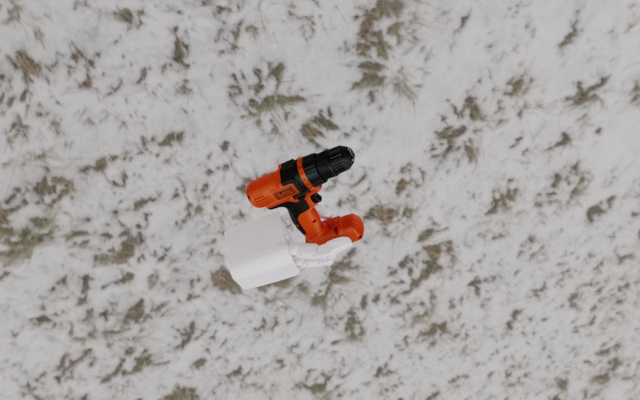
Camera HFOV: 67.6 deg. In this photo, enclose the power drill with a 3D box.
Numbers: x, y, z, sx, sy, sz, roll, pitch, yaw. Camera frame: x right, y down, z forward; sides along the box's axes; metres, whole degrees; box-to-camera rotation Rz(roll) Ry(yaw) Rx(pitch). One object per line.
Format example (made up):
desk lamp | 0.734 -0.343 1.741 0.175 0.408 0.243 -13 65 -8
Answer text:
power drill | 0.000 0.003 0.780 0.184 0.057 0.188 -20 -48 20
